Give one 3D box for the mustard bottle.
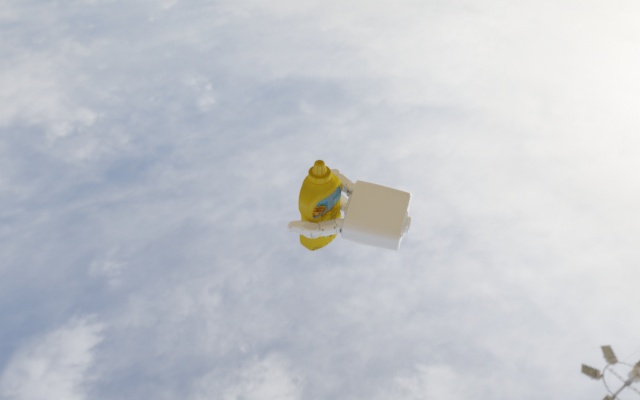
[{"bbox_3d":[0.000,0.003,0.890,0.058,0.192,0.096,33,54,29],"label":"mustard bottle"}]
